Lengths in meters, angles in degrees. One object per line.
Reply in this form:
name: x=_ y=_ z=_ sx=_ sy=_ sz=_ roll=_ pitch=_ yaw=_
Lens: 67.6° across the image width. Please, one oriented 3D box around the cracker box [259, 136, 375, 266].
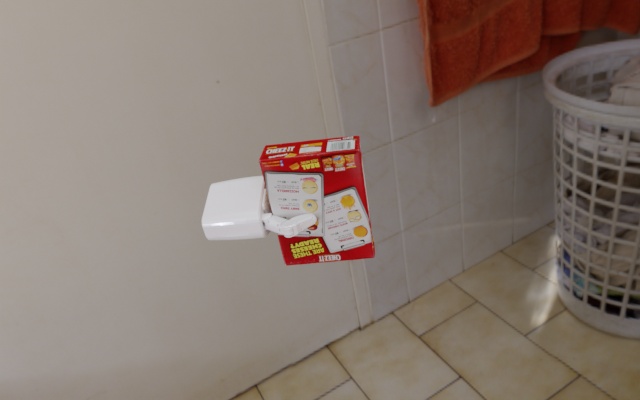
cracker box: x=0.000 y=0.003 z=0.821 sx=0.164 sy=0.214 sz=0.072 roll=-6 pitch=31 yaw=9
